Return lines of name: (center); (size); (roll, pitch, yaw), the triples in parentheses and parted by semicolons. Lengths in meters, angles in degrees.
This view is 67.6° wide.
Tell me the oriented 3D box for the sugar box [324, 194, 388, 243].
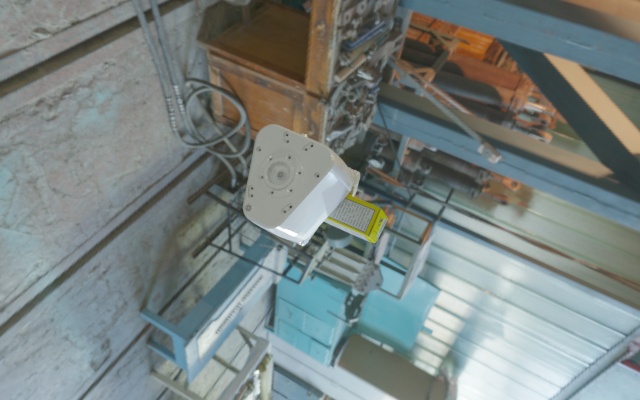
sugar box: (0.000, 0.002, 0.652); (0.176, 0.048, 0.093); (25, -4, 16)
